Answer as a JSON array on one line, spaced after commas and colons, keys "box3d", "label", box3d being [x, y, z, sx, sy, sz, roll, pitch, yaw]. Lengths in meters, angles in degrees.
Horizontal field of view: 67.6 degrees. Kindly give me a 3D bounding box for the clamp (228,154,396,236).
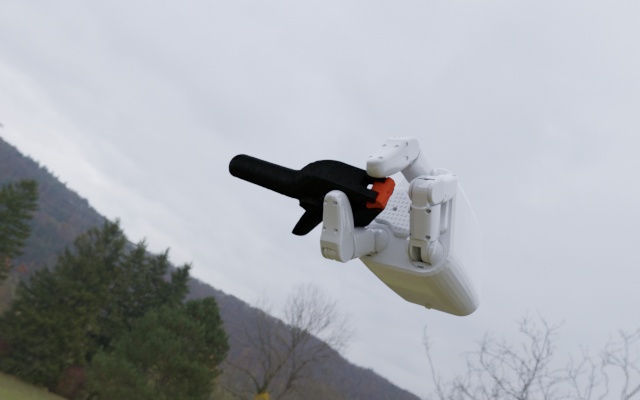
[{"box3d": [0.000, 0.001, 0.457, 0.171, 0.039, 0.120, 8, -27, 40], "label": "clamp"}]
